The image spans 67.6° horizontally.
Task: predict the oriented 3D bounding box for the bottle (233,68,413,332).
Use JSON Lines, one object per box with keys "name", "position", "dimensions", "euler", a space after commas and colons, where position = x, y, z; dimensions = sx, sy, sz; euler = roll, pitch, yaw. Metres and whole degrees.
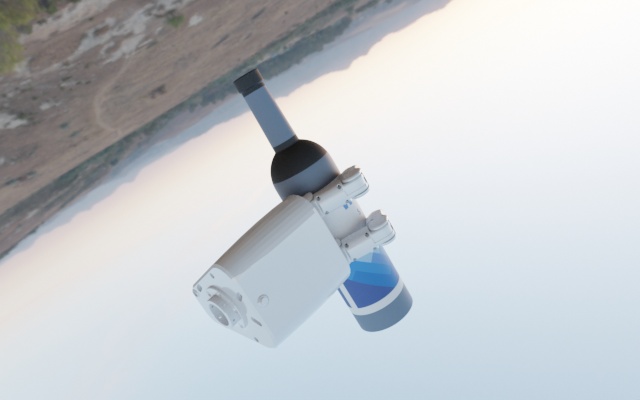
{"name": "bottle", "position": [0.000, 0.002, 0.497], "dimensions": [0.069, 0.296, 0.069], "euler": [-29, 14, 8]}
